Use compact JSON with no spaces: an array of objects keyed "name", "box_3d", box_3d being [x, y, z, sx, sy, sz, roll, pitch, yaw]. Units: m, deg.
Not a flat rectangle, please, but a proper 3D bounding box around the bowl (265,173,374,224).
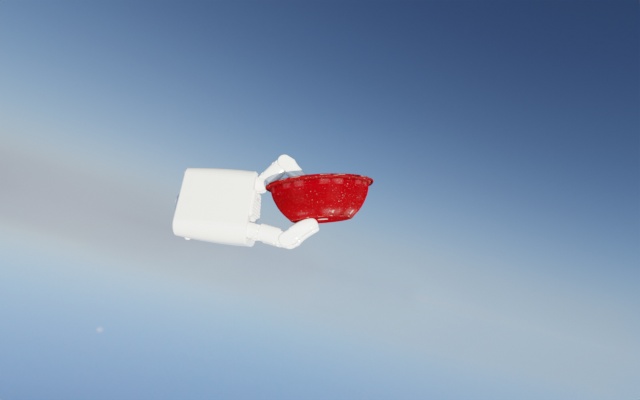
[{"name":"bowl","box_3d":[0.001,0.003,0.707,0.162,0.055,0.162,-4,-9,-1]}]
